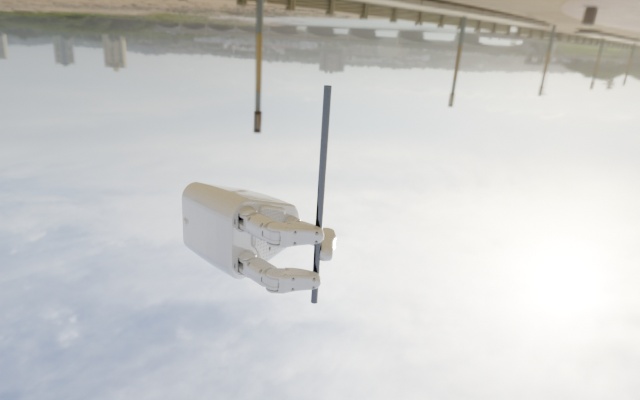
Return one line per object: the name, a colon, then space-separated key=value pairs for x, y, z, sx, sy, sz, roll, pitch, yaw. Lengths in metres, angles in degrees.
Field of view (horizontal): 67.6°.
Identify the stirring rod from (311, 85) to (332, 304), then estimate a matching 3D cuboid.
stirring rod: x=0.000 y=0.002 z=0.505 sx=0.011 sy=0.240 sz=0.011 roll=3 pitch=19 yaw=-1
